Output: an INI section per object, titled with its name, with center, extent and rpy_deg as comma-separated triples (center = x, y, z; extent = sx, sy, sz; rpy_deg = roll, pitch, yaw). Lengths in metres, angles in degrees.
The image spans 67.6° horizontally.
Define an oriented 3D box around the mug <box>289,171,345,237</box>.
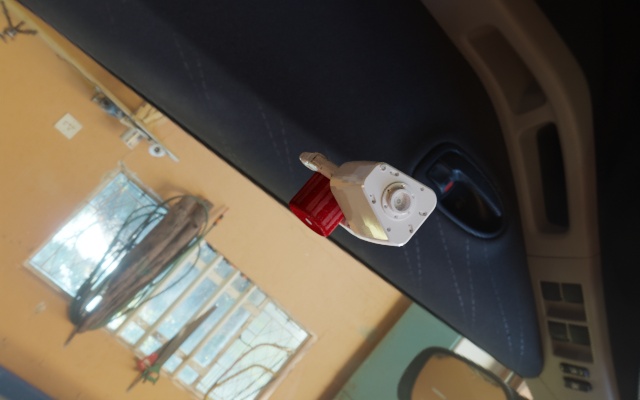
[mug]
center = -0.001, 0.003, 0.768
extent = 0.093, 0.081, 0.117
rpy_deg = 45, -13, -16
